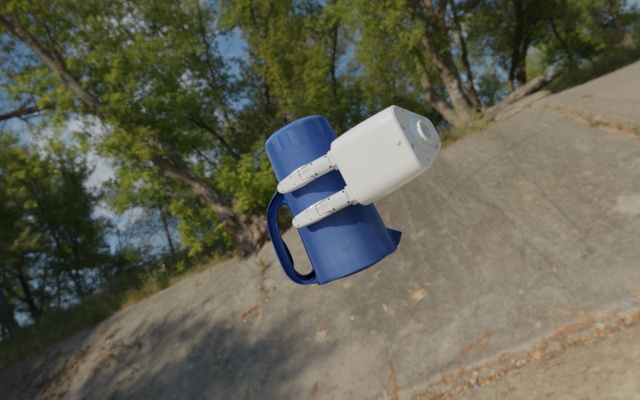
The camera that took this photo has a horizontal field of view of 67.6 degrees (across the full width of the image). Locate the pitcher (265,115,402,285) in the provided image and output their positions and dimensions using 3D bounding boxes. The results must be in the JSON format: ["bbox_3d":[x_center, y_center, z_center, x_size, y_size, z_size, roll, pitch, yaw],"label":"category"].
[{"bbox_3d":[0.000,0.002,0.733,0.145,0.243,0.149,-30,-8,38],"label":"pitcher"}]
